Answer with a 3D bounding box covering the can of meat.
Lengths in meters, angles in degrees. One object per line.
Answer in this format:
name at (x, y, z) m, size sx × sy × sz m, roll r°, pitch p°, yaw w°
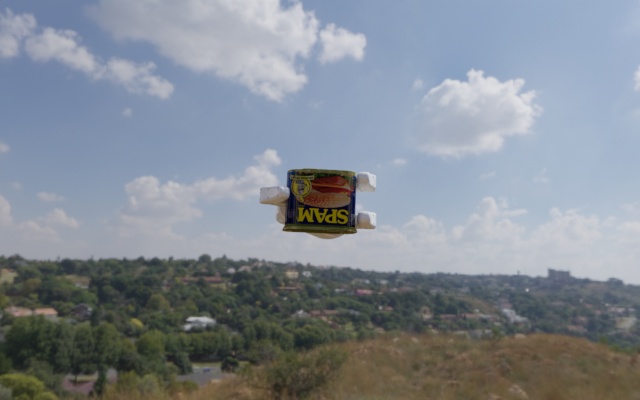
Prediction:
can of meat at (0.000, 0.002, 0.663) m, size 0.102 × 0.084 × 0.057 m, roll 3°, pitch -9°, yaw -7°
